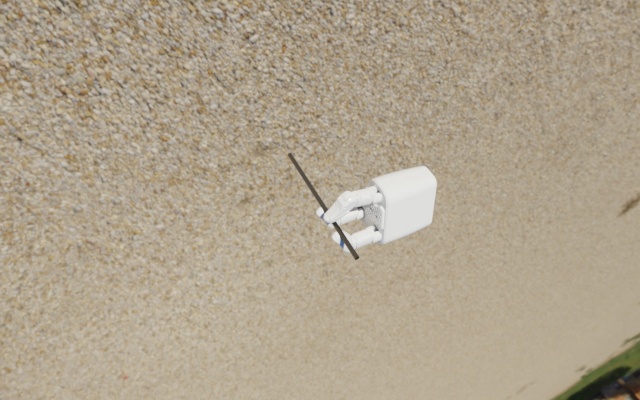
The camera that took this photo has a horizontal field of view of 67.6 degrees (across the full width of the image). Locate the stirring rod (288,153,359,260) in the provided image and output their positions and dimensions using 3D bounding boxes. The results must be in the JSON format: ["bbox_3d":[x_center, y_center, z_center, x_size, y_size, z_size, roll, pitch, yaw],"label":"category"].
[{"bbox_3d":[0.000,0.002,0.782,0.011,0.239,0.011,-22,-35,-16],"label":"stirring rod"}]
